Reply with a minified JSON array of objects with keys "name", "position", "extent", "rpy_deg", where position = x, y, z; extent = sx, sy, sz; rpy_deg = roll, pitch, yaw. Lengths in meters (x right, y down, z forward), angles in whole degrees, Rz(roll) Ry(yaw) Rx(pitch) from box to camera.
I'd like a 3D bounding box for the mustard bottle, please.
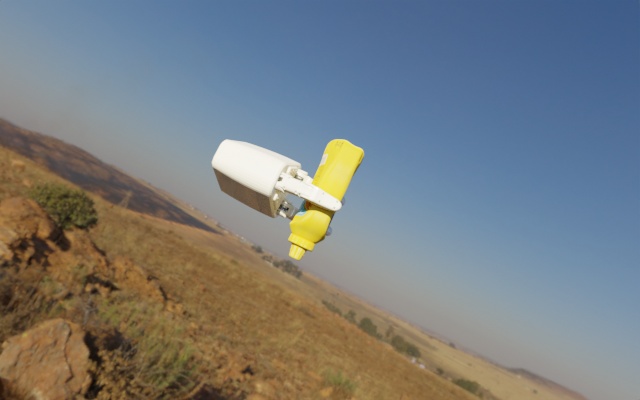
[{"name":"mustard bottle","position":[0.001,0.002,0.740],"extent":[0.058,0.191,0.096],"rpy_deg":[28,-8,-13]}]
